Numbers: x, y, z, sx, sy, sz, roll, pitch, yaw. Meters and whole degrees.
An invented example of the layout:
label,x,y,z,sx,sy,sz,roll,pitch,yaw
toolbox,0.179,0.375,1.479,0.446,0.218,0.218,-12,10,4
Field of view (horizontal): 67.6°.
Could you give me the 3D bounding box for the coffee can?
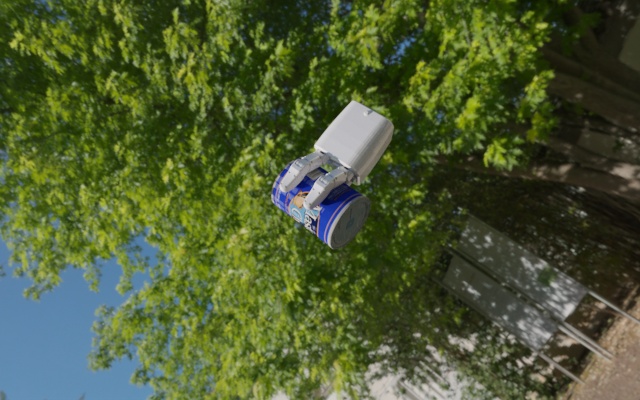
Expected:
label,x,y,z,sx,sy,sz,roll,pitch,yaw
coffee can,0.000,0.003,0.819,0.140,0.103,0.103,36,18,26
